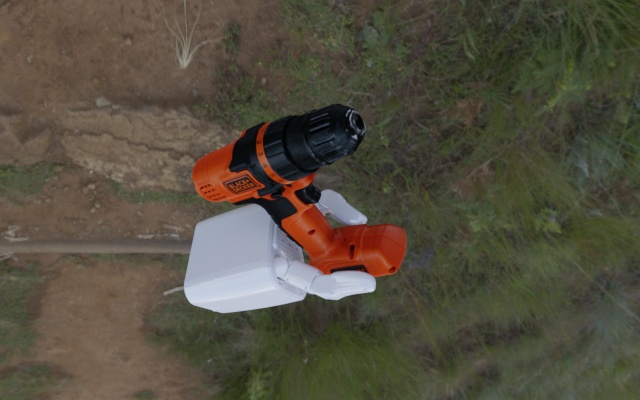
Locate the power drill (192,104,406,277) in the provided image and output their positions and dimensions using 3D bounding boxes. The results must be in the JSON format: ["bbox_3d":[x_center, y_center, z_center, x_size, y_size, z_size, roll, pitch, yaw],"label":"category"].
[{"bbox_3d":[0.000,0.002,0.436,0.184,0.057,0.188,-13,-46,40],"label":"power drill"}]
